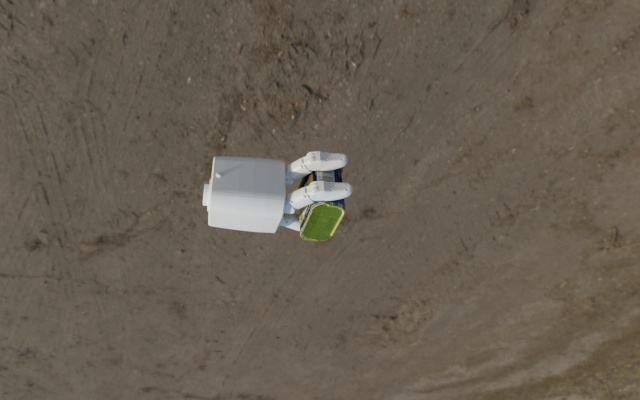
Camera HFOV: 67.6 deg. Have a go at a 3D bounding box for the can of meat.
[{"bbox_3d":[0.000,0.003,0.732,0.057,0.084,0.102,7,-39,-14],"label":"can of meat"}]
